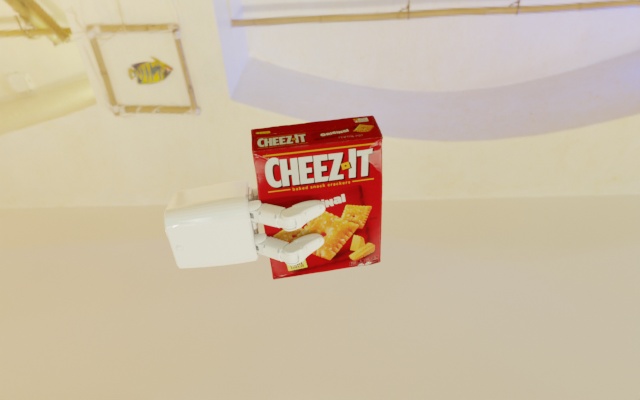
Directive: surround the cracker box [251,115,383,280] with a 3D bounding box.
[{"bbox_3d":[0.000,0.002,0.656,0.164,0.214,0.072,-8,36,-5],"label":"cracker box"}]
